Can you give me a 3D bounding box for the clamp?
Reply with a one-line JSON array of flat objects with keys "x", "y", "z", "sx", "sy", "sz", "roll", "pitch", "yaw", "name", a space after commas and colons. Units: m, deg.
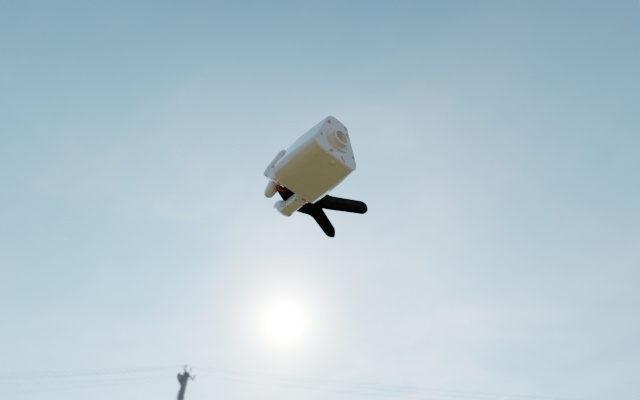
[{"x": 0.000, "y": 0.002, "z": 0.890, "sx": 0.171, "sy": 0.039, "sz": 0.120, "roll": 34, "pitch": -51, "yaw": -27, "name": "clamp"}]
